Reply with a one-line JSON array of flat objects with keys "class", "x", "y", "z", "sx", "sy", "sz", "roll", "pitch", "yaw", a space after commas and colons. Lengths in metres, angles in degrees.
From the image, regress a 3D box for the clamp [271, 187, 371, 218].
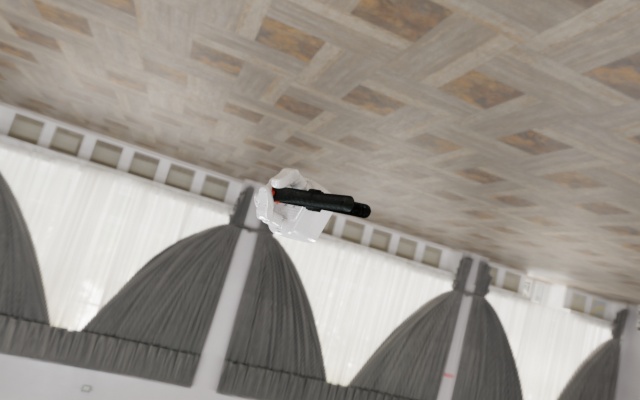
[{"class": "clamp", "x": 0.000, "y": 0.003, "z": 0.799, "sx": 0.171, "sy": 0.039, "sz": 0.120, "roll": 11, "pitch": -9, "yaw": 29}]
